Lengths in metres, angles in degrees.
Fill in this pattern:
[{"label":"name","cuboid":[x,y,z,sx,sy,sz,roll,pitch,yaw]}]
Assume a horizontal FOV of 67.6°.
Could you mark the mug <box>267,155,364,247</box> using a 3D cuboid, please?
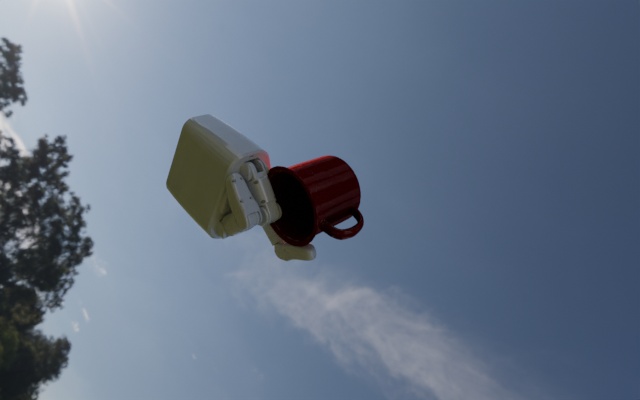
[{"label":"mug","cuboid":[0.001,0.002,0.542,0.081,0.093,0.117,-23,48,-40]}]
